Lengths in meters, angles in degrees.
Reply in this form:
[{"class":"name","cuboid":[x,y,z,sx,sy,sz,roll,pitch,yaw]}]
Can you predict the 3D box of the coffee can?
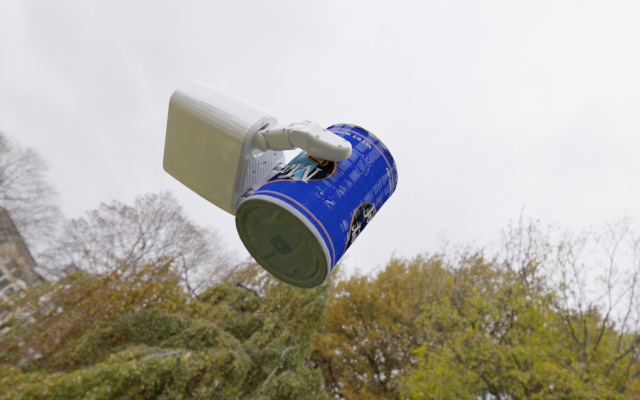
[{"class":"coffee can","cuboid":[0.000,0.002,0.471,0.103,0.103,0.140,0,34,41]}]
